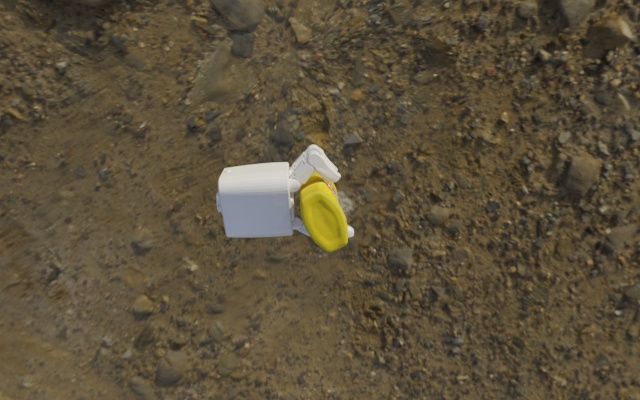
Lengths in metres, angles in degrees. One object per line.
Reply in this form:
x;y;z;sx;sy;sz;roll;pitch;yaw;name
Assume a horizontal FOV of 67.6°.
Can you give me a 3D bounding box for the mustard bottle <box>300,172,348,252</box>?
0.000;0.002;0.754;0.058;0.096;0.191;-27;17;5;mustard bottle
